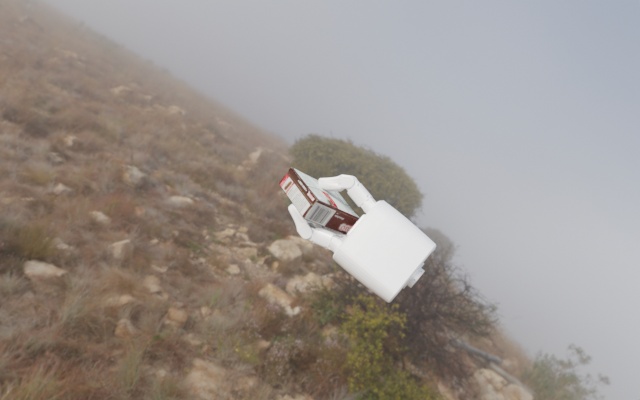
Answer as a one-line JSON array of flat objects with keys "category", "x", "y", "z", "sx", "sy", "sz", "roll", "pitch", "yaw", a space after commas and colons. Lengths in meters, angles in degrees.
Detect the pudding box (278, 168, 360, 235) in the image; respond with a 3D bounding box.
[{"category": "pudding box", "x": 0.000, "y": 0.002, "z": 0.743, "sx": 0.113, "sy": 0.039, "sz": 0.090, "roll": 26, "pitch": 18, "yaw": -46}]
